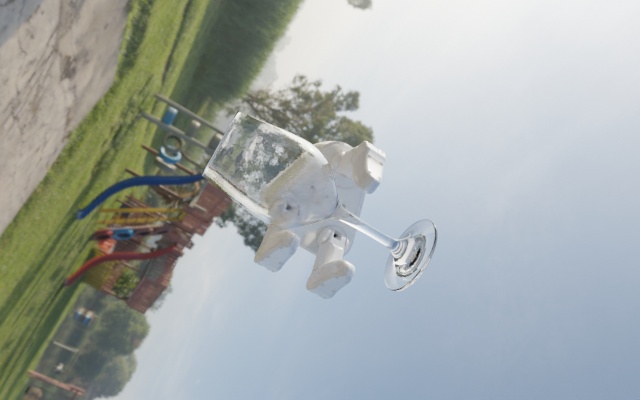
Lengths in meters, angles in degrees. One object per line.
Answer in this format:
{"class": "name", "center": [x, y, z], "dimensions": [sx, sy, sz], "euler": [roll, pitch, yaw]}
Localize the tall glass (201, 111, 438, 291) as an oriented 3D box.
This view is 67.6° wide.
{"class": "tall glass", "center": [0.001, 0.002, 0.417], "dimensions": [0.201, 0.079, 0.079], "euler": [31, -9, -15]}
